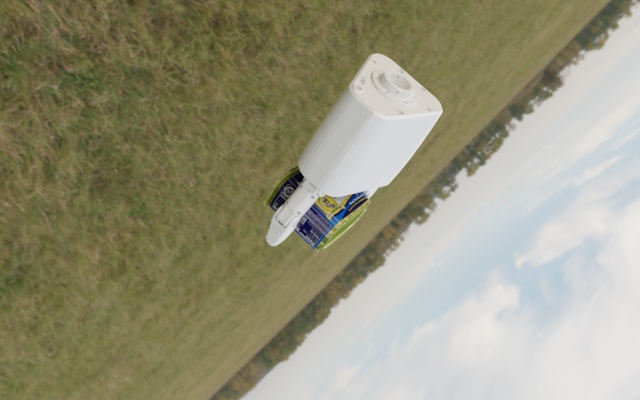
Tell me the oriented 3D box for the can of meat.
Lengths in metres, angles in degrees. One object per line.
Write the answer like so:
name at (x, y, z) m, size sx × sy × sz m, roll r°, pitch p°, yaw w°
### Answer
can of meat at (0.000, 0.002, 0.549) m, size 0.102 × 0.084 × 0.057 m, roll -34°, pitch -16°, yaw -51°
